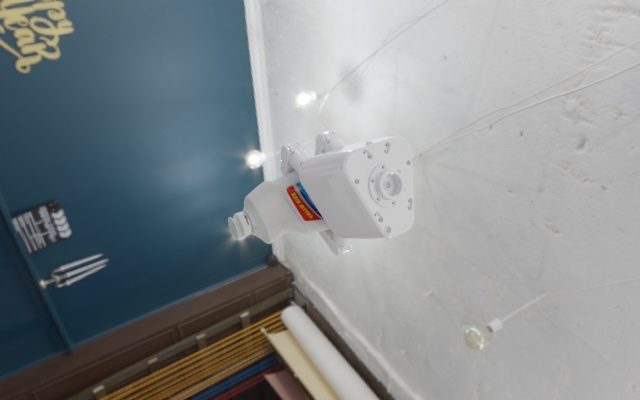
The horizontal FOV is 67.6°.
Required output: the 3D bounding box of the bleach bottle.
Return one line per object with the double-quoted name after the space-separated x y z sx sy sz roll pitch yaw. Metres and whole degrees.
0.000 0.002 0.641 0.251 0.102 0.068 -21 8 -26 "bleach bottle"
